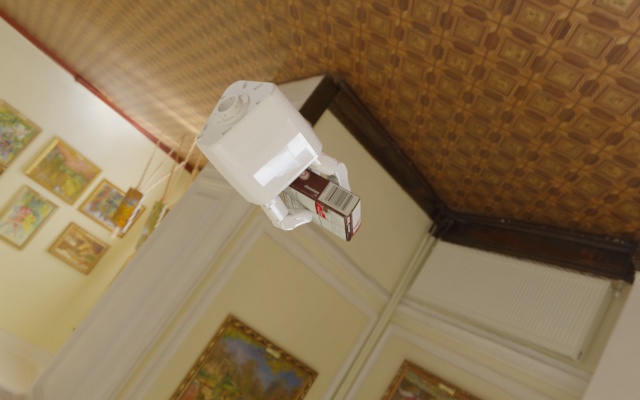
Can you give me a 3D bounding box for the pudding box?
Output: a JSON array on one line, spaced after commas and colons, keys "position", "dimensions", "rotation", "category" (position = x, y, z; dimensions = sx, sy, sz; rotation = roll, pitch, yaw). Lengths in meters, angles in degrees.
[{"position": [0.000, 0.002, 0.661], "dimensions": [0.113, 0.039, 0.090], "rotation": [31, -18, 18], "category": "pudding box"}]
